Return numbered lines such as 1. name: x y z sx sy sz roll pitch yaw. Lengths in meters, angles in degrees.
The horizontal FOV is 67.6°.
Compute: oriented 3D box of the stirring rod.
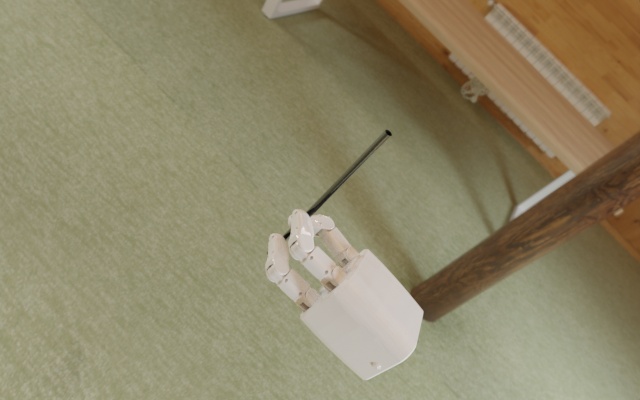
1. stirring rod: 0.000 0.002 0.532 0.011 0.011 0.240 0 -33 -40
